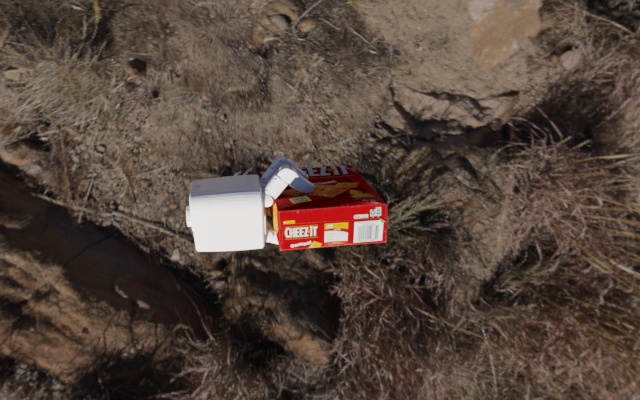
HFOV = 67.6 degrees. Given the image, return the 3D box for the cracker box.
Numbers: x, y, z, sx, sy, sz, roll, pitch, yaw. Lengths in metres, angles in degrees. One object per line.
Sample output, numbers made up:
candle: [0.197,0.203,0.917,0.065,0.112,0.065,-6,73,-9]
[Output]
cracker box: [0.000,0.003,0.783,0.164,0.072,0.213,-4,21,-10]
